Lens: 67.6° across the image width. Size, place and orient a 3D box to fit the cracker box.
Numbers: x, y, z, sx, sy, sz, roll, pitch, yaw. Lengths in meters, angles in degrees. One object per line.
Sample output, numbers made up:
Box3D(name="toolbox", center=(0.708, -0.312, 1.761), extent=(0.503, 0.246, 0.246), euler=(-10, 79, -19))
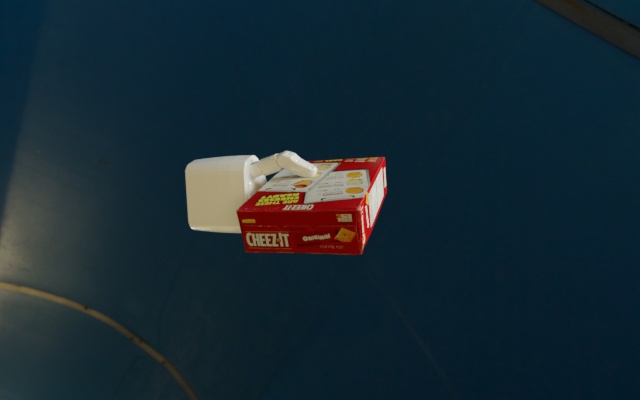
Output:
Box3D(name="cracker box", center=(0.000, 0.002, 0.694), extent=(0.164, 0.072, 0.213), euler=(-1, 22, 17))
